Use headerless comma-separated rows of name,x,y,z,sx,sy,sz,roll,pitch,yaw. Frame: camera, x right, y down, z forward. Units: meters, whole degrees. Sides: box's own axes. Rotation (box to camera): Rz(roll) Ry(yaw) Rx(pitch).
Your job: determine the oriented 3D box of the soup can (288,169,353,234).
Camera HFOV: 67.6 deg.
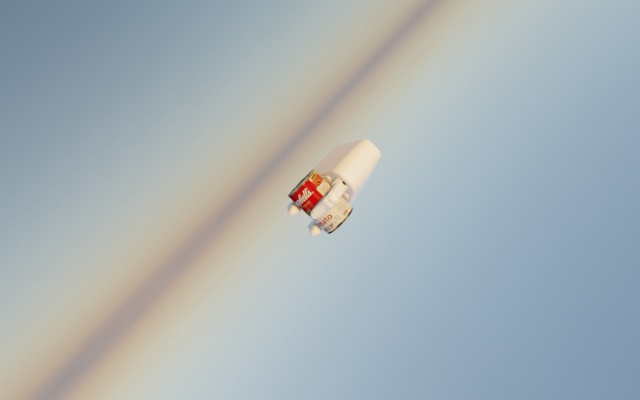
soup can,0.000,0.003,0.863,0.102,0.068,0.068,44,-7,-7
